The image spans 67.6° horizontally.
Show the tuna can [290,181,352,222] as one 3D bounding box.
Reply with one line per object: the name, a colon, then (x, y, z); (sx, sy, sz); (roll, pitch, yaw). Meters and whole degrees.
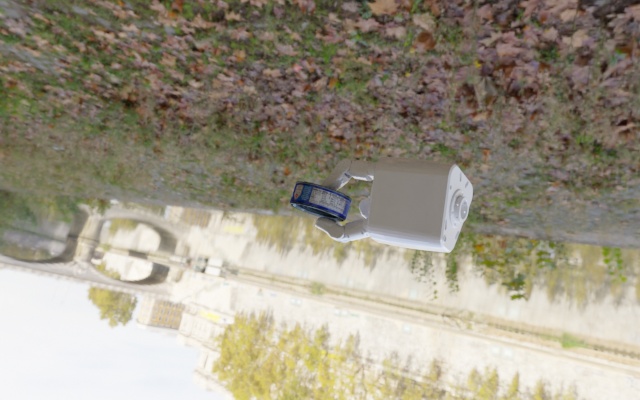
tuna can: (0.000, 0.003, 0.689); (0.086, 0.033, 0.086); (17, -8, 3)
